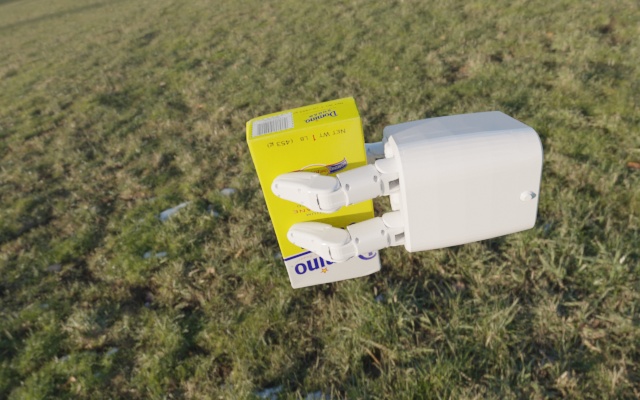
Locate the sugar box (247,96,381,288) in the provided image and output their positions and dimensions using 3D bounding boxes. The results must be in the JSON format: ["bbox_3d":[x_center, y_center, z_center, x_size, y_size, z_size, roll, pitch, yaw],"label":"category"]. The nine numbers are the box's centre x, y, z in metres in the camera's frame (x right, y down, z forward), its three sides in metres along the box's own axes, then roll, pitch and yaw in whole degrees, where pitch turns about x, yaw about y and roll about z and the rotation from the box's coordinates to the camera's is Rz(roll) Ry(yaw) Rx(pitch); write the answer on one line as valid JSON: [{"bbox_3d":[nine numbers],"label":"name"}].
[{"bbox_3d":[0.000,0.002,0.434,0.093,0.176,0.048,-12,36,2],"label":"sugar box"}]
